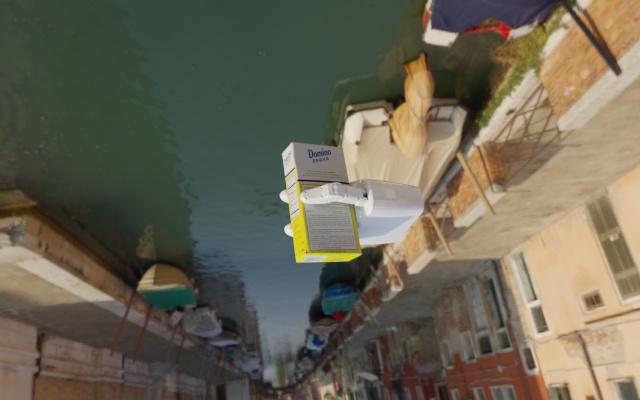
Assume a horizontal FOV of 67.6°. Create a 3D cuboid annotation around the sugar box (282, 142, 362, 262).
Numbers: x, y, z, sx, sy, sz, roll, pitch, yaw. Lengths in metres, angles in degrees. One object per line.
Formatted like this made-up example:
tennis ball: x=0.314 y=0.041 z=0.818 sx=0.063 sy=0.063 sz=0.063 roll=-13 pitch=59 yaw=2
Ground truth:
sugar box: x=0.000 y=0.003 z=0.720 sx=0.093 sy=0.176 sz=0.048 roll=3 pitch=-25 yaw=-29
